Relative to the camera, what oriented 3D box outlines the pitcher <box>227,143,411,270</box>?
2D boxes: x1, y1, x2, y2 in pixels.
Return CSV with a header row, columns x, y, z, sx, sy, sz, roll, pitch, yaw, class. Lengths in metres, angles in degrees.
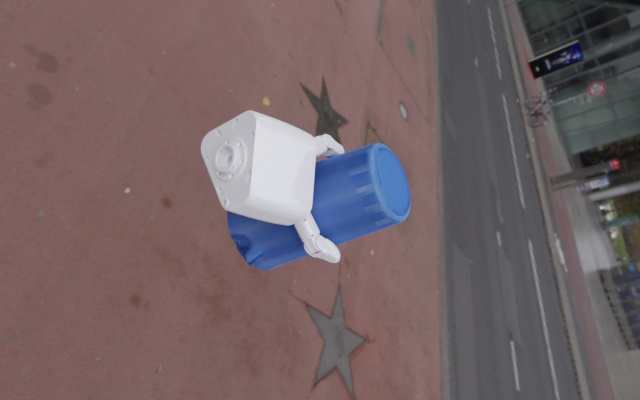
x,y,z,sx,sy,sz,roll,pitch,yaw,class
0.000,0.002,0.680,0.243,0.149,0.145,-19,-20,31,pitcher
